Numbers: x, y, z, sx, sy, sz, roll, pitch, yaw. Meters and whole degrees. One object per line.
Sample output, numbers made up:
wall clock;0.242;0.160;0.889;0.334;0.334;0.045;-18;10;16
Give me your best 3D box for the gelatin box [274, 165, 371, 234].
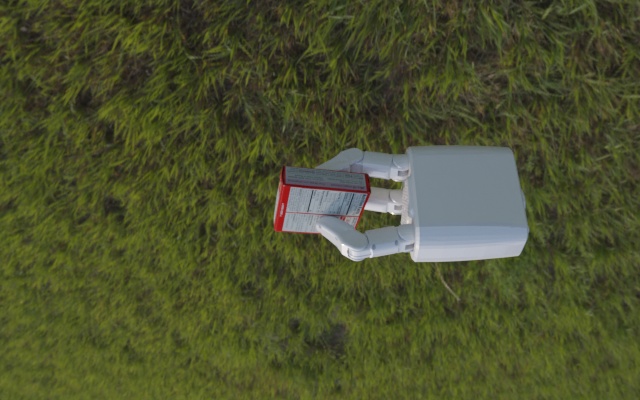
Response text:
gelatin box;0.000;0.002;0.489;0.089;0.030;0.073;4;-41;-10
